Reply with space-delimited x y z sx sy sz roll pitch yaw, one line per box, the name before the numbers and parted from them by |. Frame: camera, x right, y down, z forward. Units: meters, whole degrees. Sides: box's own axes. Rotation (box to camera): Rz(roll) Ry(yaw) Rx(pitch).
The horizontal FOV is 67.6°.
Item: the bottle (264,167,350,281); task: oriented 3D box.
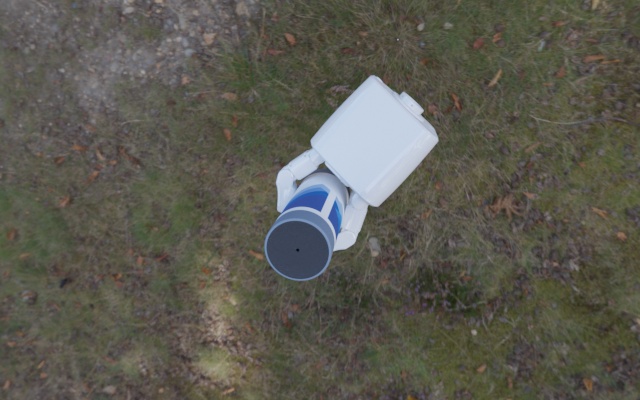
bottle | 0.000 0.002 0.599 0.069 0.069 0.295 0 18 9
